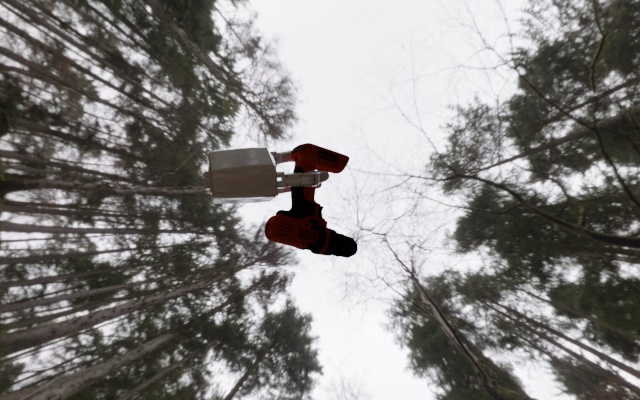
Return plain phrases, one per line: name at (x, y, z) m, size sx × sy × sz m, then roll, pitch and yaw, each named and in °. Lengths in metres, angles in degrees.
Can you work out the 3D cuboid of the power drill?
power drill at (0.000, 0.002, 0.860) m, size 0.184 × 0.187 × 0.057 m, roll 17°, pitch -15°, yaw -29°
